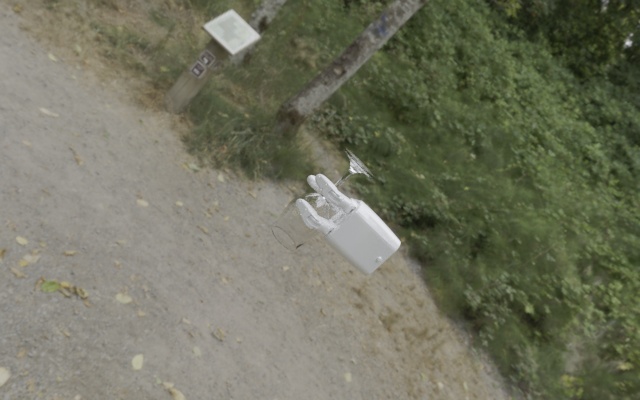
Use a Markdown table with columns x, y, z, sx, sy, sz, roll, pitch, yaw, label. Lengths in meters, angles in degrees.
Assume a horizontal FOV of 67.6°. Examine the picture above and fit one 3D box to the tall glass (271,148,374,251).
| x | y | z | sx | sy | sz | roll | pitch | yaw | label |
| --- | --- | --- | --- | --- | --- | --- | --- | --- | --- |
| 0.001 | 0.002 | 0.865 | 0.201 | 0.079 | 0.079 | -44 | -13 | 13 | tall glass |
